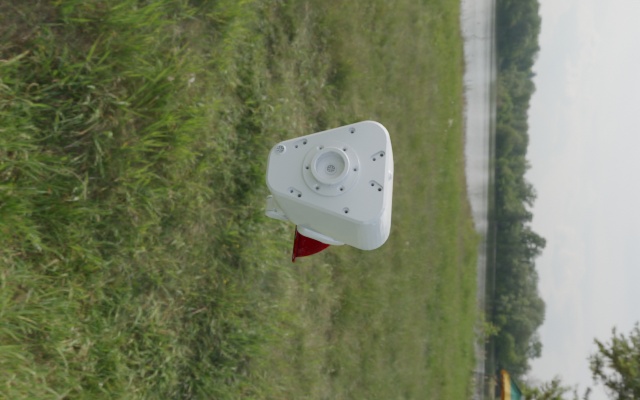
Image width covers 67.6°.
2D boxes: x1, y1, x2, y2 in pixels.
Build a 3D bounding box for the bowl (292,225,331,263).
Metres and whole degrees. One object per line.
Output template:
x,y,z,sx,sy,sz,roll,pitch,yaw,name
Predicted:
0.000,0.002,0.613,0.055,0.162,0.162,7,0,-2,bowl
